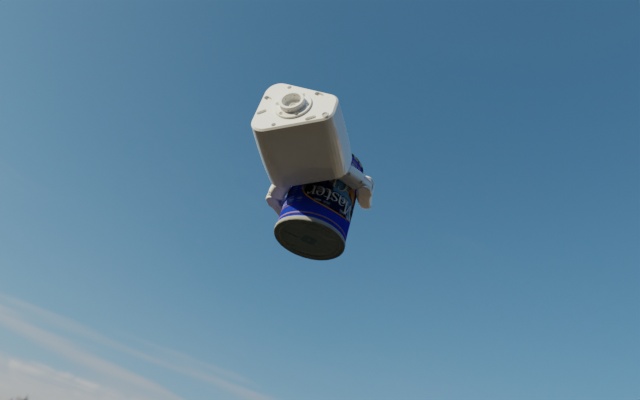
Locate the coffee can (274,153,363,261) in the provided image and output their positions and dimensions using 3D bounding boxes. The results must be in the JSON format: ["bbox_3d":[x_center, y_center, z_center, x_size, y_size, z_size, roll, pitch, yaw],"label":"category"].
[{"bbox_3d":[0.000,0.003,0.706,0.103,0.140,0.103,11,-36,8],"label":"coffee can"}]
